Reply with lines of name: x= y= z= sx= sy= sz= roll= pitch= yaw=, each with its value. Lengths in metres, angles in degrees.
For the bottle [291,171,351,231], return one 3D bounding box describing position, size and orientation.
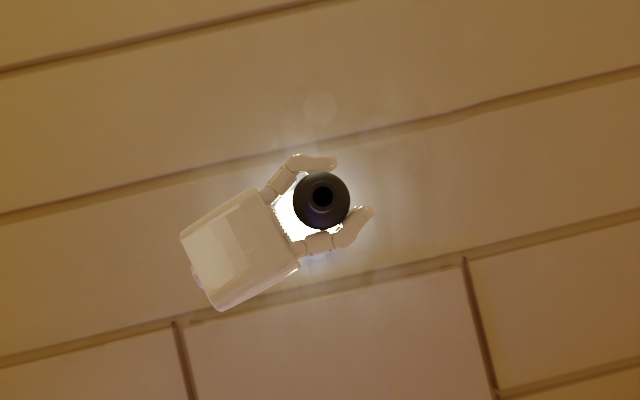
bottle: x=0.000 y=0.002 z=0.572 sx=0.069 sy=0.069 sz=0.296 roll=0 pitch=-2 yaw=-1
